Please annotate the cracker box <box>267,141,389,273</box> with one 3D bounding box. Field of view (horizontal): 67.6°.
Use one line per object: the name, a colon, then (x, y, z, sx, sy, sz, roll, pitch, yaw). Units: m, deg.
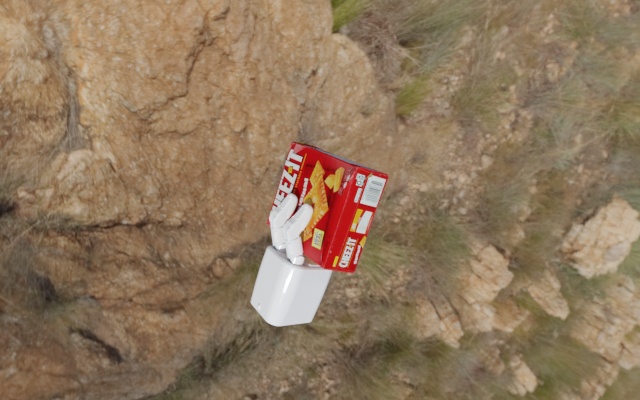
cracker box: (0.000, 0.003, 0.796, 0.072, 0.164, 0.213, 13, 9, -34)
